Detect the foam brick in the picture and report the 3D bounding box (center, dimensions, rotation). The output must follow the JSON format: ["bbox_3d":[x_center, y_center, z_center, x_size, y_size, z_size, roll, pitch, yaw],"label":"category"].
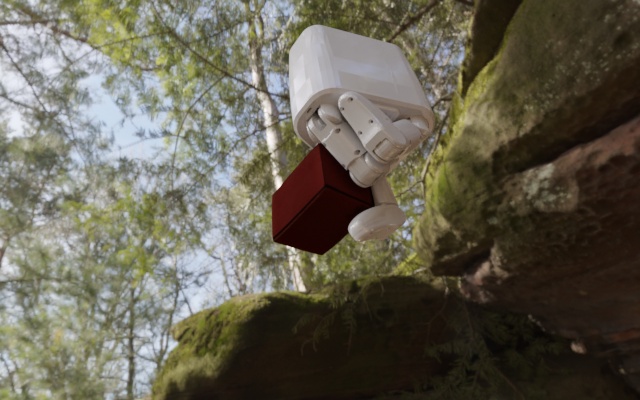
[{"bbox_3d":[0.000,0.002,0.406,0.053,0.051,0.078,22,-49,-30],"label":"foam brick"}]
